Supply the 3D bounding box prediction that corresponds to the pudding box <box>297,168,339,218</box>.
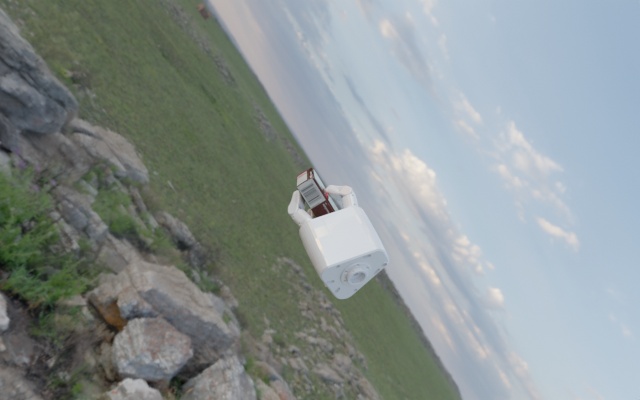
[{"bbox_3d":[0.000,0.003,0.863,0.039,0.113,0.090,-29,14,4],"label":"pudding box"}]
